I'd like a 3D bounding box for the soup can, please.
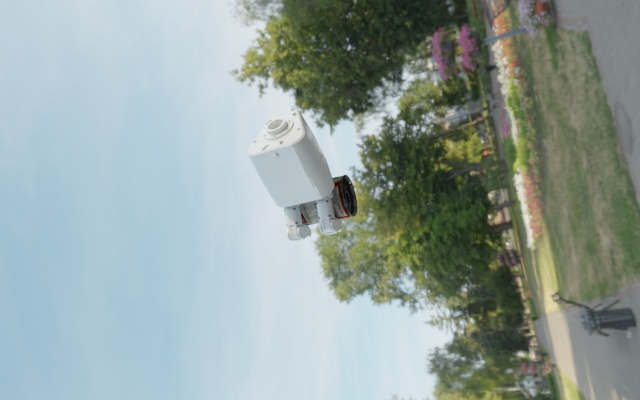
[{"bbox_3d":[0.000,0.003,0.768,0.102,0.068,0.068,-13,-4,20],"label":"soup can"}]
